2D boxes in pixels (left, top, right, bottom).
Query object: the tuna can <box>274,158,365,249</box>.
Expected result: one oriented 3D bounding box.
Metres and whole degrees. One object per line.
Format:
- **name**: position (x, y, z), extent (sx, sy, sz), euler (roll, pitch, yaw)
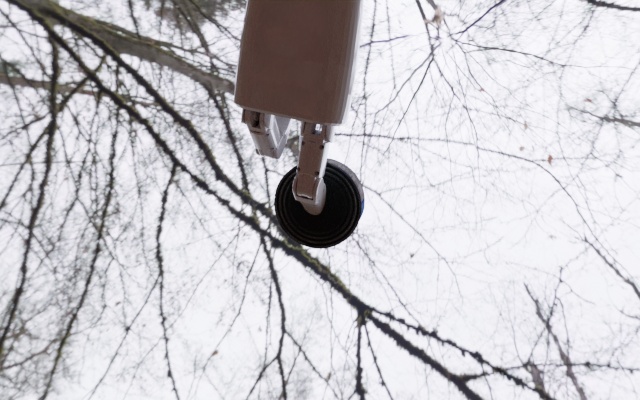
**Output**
- **tuna can**: position (0.000, 0.001, 0.469), extent (0.086, 0.086, 0.033), euler (0, 13, 13)
